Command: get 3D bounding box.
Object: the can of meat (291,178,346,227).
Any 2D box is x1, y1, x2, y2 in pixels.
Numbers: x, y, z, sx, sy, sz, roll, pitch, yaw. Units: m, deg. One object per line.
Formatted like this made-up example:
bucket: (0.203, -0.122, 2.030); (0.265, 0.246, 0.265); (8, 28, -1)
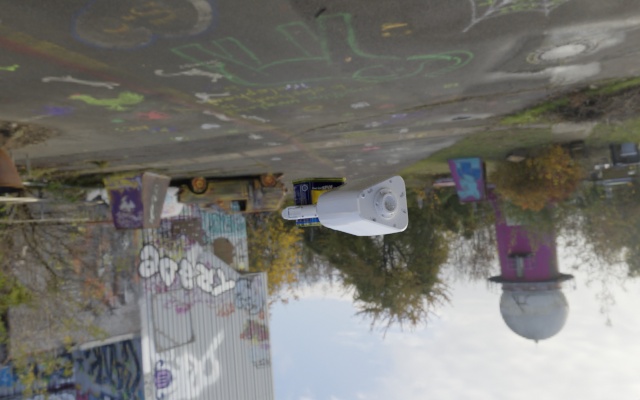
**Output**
can of meat: (0.000, 0.003, 0.866); (0.102, 0.084, 0.057); (-2, -4, -39)
